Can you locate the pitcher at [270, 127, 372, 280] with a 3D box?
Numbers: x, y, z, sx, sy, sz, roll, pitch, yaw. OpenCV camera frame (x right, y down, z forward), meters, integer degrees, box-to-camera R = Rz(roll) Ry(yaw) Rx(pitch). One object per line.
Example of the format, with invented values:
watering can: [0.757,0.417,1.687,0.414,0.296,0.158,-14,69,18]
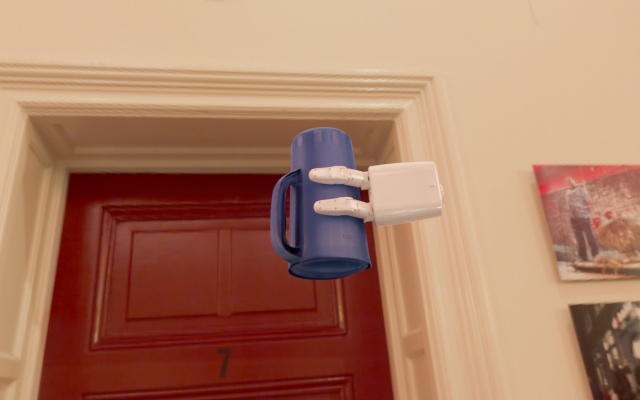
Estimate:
pitcher: [0.000,0.003,0.793,0.145,0.242,0.149,-6,-23,5]
